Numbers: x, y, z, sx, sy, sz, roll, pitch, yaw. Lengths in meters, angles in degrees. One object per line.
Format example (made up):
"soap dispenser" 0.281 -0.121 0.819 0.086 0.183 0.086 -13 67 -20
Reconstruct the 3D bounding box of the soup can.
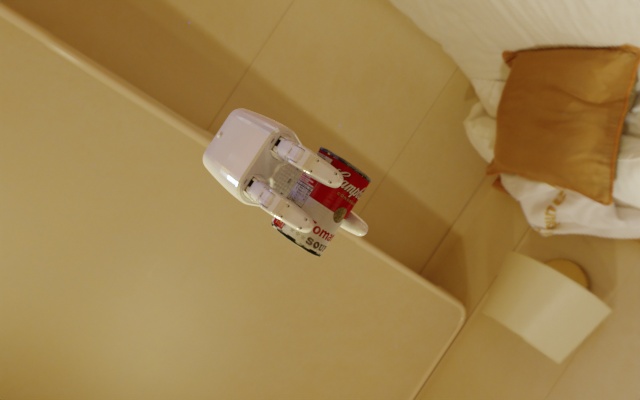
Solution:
"soup can" 0.000 0.002 0.525 0.068 0.102 0.068 34 0 0
